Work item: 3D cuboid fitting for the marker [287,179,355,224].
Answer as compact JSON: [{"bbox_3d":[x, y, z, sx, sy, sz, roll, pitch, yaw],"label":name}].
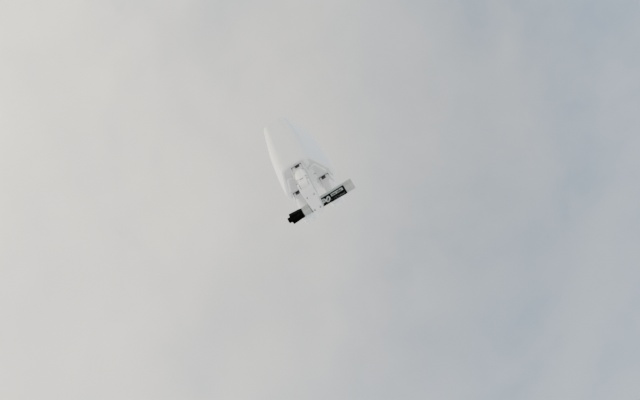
[{"bbox_3d":[0.000,0.003,0.771,0.121,0.020,0.020,-30,-3,5],"label":"marker"}]
